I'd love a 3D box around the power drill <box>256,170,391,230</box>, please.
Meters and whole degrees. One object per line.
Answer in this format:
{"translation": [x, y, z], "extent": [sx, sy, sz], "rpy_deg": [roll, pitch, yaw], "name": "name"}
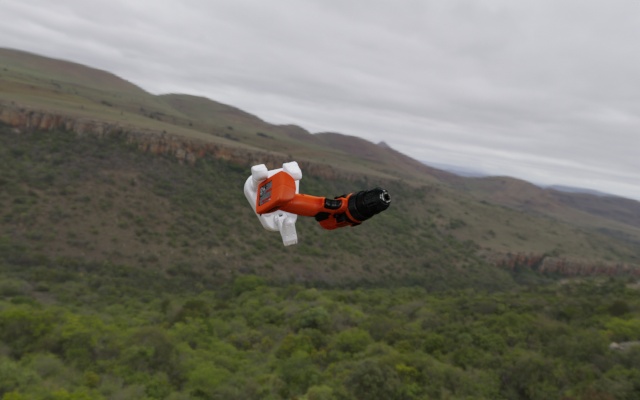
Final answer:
{"translation": [0.000, 0.003, 0.802], "extent": [0.188, 0.057, 0.184], "rpy_deg": [15, -23, -29], "name": "power drill"}
